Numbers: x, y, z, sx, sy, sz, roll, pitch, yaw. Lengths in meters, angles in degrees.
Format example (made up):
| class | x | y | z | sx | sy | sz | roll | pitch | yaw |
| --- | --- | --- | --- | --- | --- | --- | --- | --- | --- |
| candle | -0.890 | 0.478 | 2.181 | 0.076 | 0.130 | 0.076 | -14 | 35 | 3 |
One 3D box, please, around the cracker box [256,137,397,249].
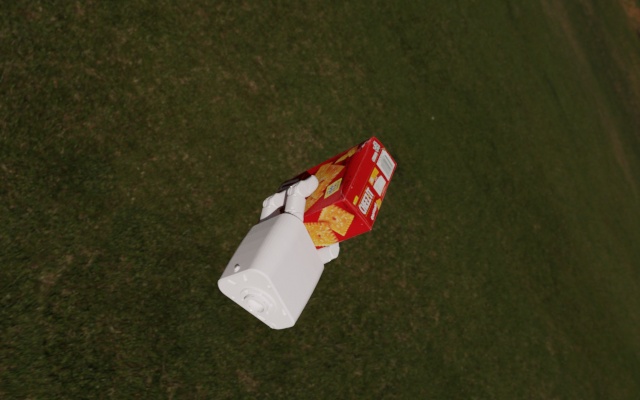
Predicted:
| class | x | y | z | sx | sy | sz | roll | pitch | yaw |
| --- | --- | --- | --- | --- | --- | --- | --- | --- | --- |
| cracker box | 0.000 | 0.003 | 0.754 | 0.214 | 0.072 | 0.164 | -24 | 26 | 38 |
